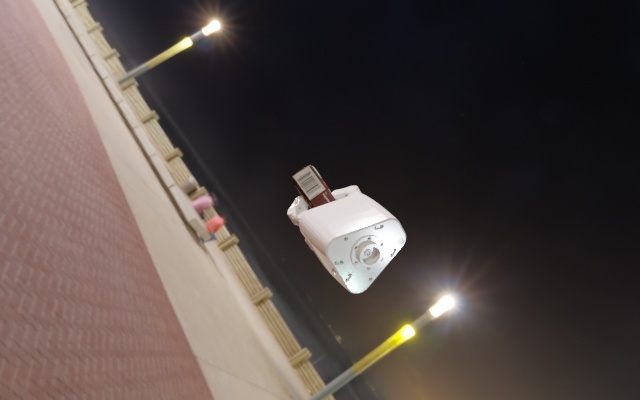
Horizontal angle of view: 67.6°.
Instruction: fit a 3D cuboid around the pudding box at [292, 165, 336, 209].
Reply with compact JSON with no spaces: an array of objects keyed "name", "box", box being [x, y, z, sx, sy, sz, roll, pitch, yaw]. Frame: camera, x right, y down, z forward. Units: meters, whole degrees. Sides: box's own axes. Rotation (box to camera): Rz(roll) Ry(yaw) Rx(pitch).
[{"name":"pudding box","box":[0.000,0.002,0.776,0.039,0.113,0.090,-33,-3,-6]}]
